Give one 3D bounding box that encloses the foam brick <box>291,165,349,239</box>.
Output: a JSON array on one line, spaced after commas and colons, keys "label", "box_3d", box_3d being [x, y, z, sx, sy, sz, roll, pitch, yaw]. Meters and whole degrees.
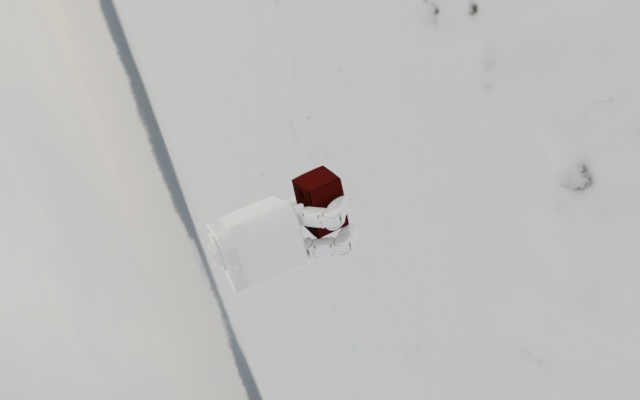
[{"label": "foam brick", "box_3d": [0.000, 0.002, 0.656, 0.051, 0.078, 0.053, -23, 31, -19]}]
